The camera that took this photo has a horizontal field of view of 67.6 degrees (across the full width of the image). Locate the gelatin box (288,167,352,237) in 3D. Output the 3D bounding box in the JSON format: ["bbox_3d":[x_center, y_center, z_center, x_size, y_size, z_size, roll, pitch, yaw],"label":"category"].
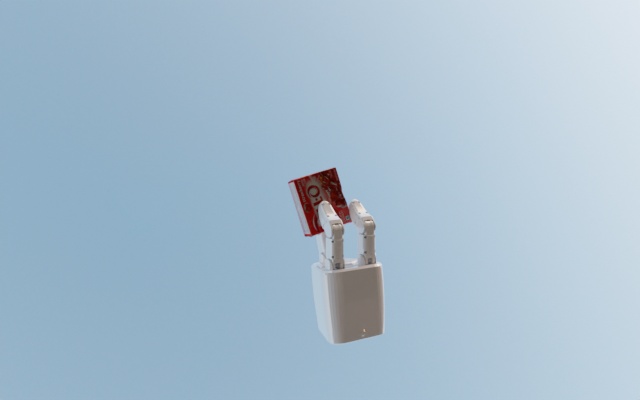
[{"bbox_3d":[0.000,0.002,0.719,0.073,0.089,0.030,-19,3,-24],"label":"gelatin box"}]
